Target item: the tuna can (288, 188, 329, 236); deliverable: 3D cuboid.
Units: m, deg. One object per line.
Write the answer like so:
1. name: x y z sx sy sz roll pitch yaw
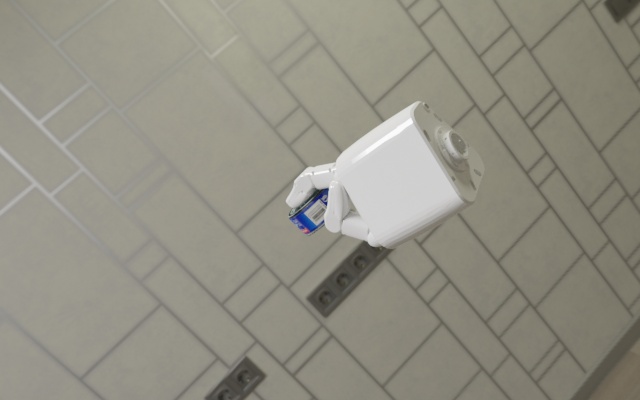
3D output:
1. tuna can: 0.000 0.002 0.593 0.034 0.086 0.086 44 -9 -9
